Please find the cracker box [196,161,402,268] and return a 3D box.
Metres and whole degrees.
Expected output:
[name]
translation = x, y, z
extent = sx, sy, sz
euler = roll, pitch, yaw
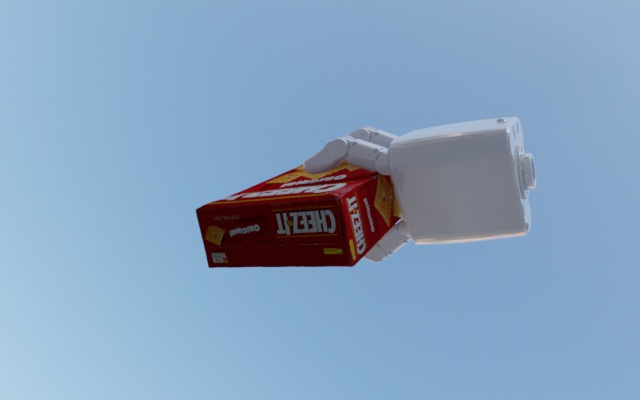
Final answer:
[cracker box]
translation = 0.000, 0.002, 0.518
extent = 0.164, 0.072, 0.213
euler = -6, 13, 30
